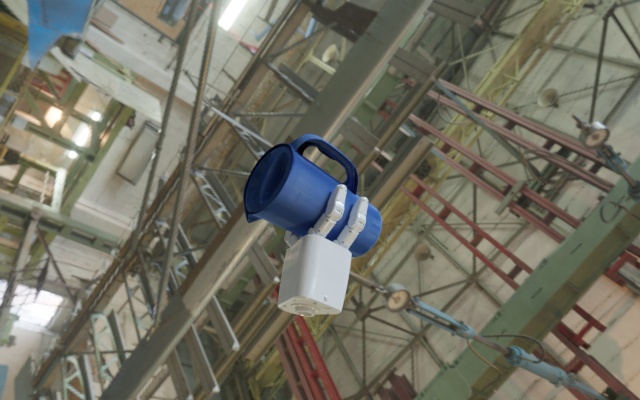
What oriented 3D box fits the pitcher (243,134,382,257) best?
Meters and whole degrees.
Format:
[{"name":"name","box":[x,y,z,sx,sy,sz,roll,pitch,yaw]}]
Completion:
[{"name":"pitcher","box":[0.000,0.003,0.848,0.243,0.145,0.149,30,-33,-33]}]
